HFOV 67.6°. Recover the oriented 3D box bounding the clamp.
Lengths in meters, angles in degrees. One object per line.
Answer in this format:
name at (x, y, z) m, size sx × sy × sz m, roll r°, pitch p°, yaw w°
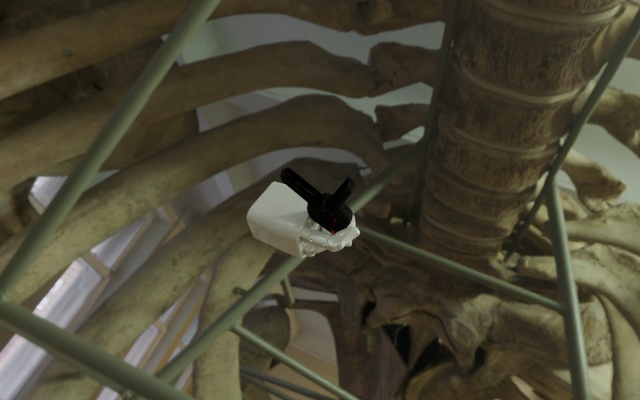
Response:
clamp at (0.000, 0.002, 0.783) m, size 0.120 × 0.039 × 0.172 m, roll 19°, pitch -29°, yaw 16°
